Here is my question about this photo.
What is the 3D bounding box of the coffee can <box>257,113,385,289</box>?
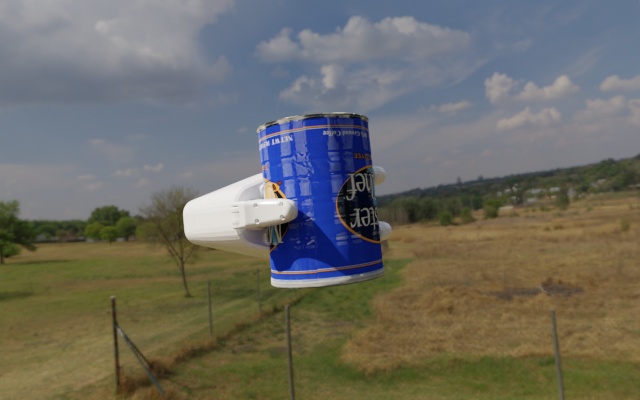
[{"bbox_3d":[0.000,0.002,0.432,0.103,0.140,0.103,-6,-2,0],"label":"coffee can"}]
